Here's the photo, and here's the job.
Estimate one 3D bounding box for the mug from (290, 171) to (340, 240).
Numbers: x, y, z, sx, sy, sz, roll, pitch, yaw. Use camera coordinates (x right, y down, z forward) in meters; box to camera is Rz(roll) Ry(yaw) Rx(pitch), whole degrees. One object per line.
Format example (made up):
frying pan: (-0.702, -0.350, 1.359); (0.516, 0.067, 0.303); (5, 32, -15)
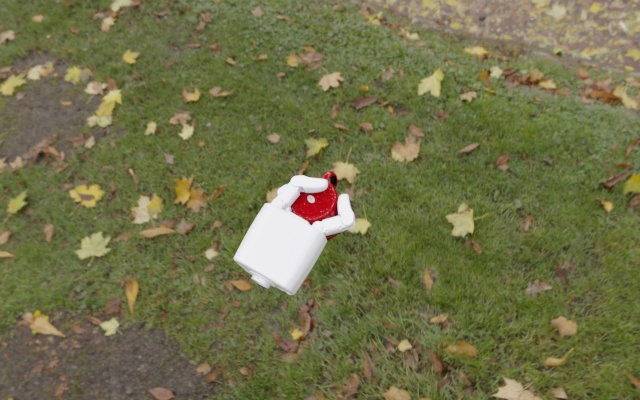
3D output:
mug: (0.001, 0.001, 0.826); (0.093, 0.117, 0.081); (22, -19, 21)
